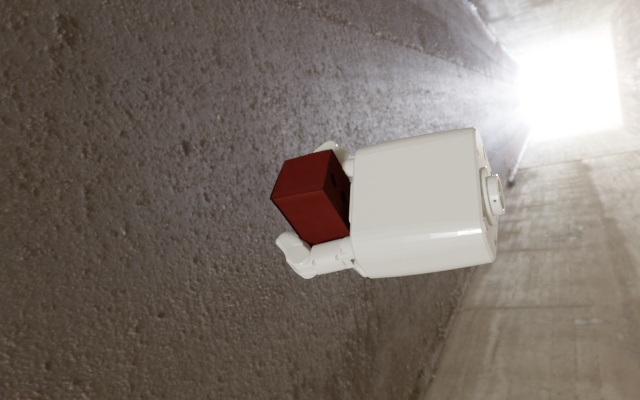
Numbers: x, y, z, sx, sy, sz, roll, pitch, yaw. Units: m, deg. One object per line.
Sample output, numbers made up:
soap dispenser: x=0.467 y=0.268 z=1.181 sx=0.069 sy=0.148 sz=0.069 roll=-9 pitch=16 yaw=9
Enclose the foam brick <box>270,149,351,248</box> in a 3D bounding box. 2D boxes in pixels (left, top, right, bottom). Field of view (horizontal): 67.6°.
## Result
foam brick: x=0.000 y=0.001 z=0.434 sx=0.051 sy=0.053 sz=0.078 roll=-12 pitch=-48 yaw=26
